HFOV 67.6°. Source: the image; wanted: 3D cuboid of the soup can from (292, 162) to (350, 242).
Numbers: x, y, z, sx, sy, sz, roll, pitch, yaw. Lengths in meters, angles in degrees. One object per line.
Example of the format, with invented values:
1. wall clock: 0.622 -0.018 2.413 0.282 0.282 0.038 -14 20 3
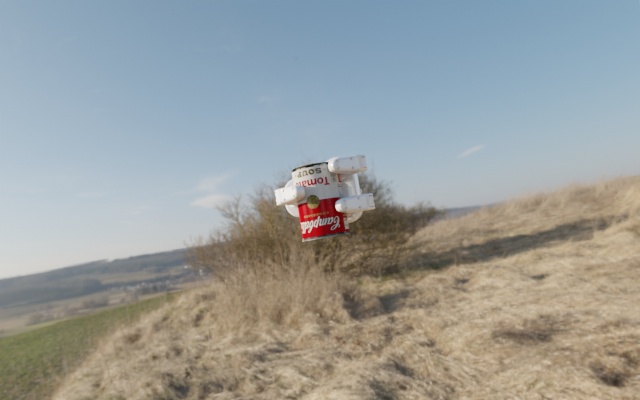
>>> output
1. soup can: 0.000 0.002 0.670 0.068 0.102 0.068 -9 -4 -1
